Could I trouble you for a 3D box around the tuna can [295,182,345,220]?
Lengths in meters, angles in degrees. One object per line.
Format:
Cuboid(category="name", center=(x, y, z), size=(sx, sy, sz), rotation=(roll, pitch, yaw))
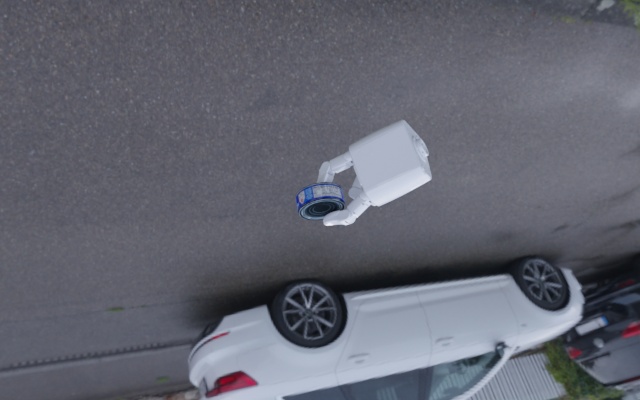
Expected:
Cuboid(category="tuna can", center=(0.000, 0.003, 0.845), size=(0.086, 0.033, 0.086), rotation=(-8, -26, -4))
